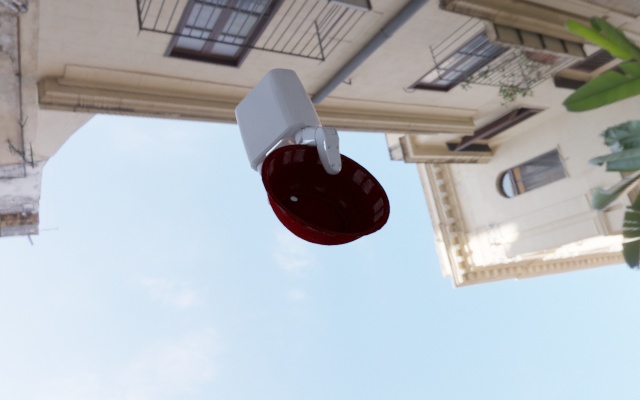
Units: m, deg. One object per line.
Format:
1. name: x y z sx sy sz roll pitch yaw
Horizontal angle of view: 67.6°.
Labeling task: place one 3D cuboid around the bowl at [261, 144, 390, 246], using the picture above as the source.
1. bowl: 0.000 0.003 0.575 0.162 0.055 0.162 15 38 -12
